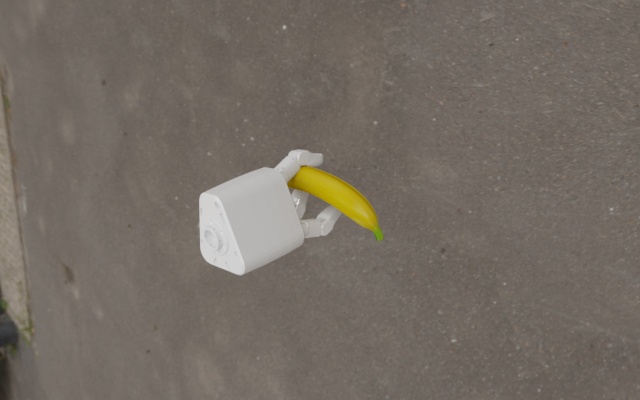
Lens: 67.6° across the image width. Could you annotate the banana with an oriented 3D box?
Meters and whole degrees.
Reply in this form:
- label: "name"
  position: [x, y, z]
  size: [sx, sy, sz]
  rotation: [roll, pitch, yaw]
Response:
- label: "banana"
  position: [0.005, -0.010, 0.673]
  size: [0.197, 0.070, 0.037]
  rotation: [31, 46, 24]
